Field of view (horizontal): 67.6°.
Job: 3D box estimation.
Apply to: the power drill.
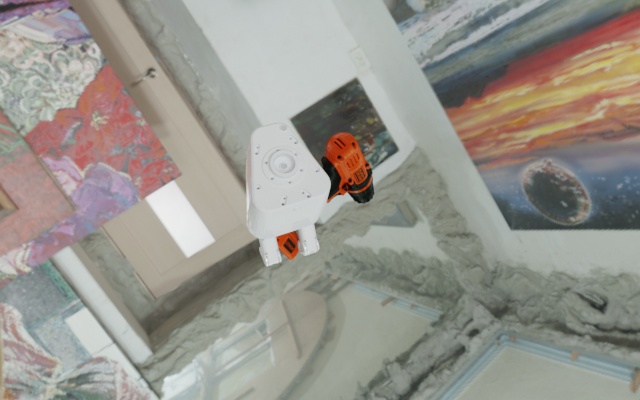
[{"bbox_3d":[0.000,0.003,0.721,0.057,0.187,0.184,43,-6,29],"label":"power drill"}]
